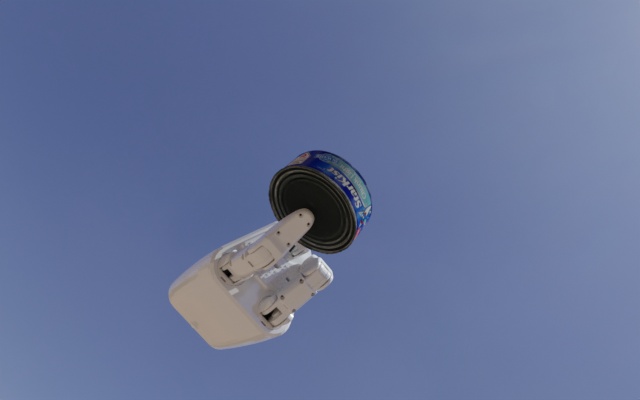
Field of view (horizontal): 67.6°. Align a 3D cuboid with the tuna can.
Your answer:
[{"bbox_3d":[0.000,0.001,0.406,0.086,0.086,0.033,0,31,38],"label":"tuna can"}]
